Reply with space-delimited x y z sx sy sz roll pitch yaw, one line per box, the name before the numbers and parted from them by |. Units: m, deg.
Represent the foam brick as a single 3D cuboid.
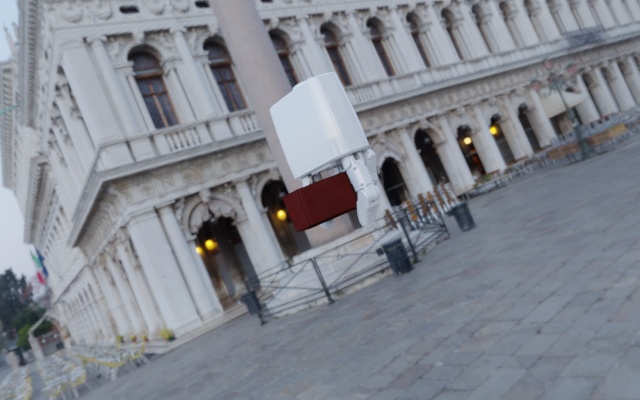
foam brick | 0.000 0.002 0.617 0.078 0.051 0.053 -22 0 -27
